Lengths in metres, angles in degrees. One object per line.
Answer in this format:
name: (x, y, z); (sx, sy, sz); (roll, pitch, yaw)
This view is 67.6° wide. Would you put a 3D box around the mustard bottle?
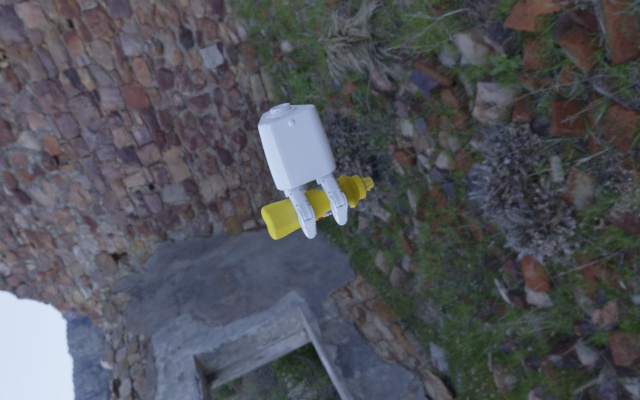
mustard bottle: (0.000, 0.003, 0.792); (0.191, 0.058, 0.096); (-23, -3, -11)
